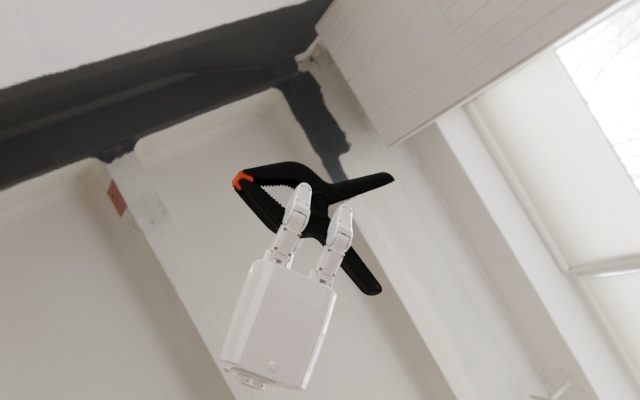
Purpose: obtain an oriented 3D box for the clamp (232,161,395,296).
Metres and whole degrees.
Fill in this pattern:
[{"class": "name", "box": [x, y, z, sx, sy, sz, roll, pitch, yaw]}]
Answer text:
[{"class": "clamp", "box": [-0.001, 0.002, 0.572, 0.210, 0.164, 0.036, 27, -30, -16]}]
